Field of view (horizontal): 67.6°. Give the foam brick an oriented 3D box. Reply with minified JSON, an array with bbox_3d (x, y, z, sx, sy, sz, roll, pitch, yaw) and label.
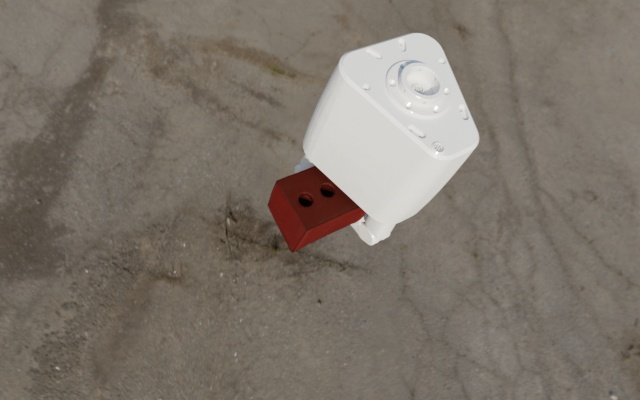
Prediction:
[{"bbox_3d":[0.000,0.002,0.429,0.078,0.053,0.051,-24,-16,-24],"label":"foam brick"}]
